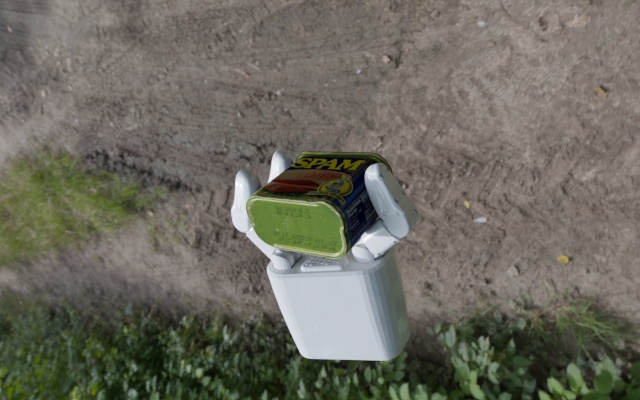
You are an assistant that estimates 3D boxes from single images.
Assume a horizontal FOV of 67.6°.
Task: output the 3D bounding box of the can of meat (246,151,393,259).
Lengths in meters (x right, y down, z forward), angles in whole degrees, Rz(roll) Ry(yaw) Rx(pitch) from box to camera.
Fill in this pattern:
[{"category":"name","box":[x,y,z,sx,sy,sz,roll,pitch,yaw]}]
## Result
[{"category":"can of meat","box":[0.000,0.001,0.406,0.102,0.057,0.084,5,32,34]}]
